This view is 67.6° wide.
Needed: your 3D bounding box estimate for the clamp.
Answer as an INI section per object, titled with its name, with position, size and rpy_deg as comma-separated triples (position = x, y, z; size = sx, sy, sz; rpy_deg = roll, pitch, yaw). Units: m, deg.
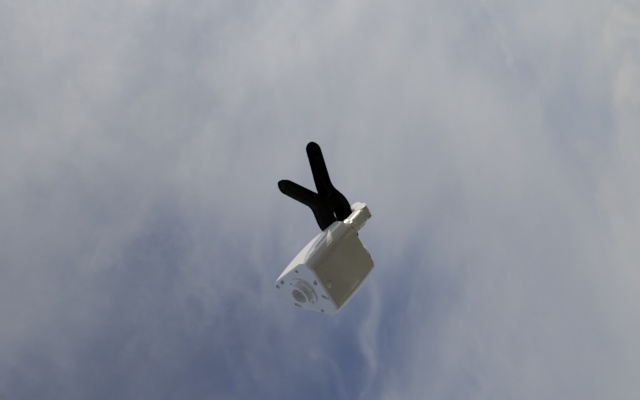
[clamp]
position = 0.000, 0.003, 0.756
size = 0.039, 0.171, 0.120
rpy_deg = -18, 19, 46
